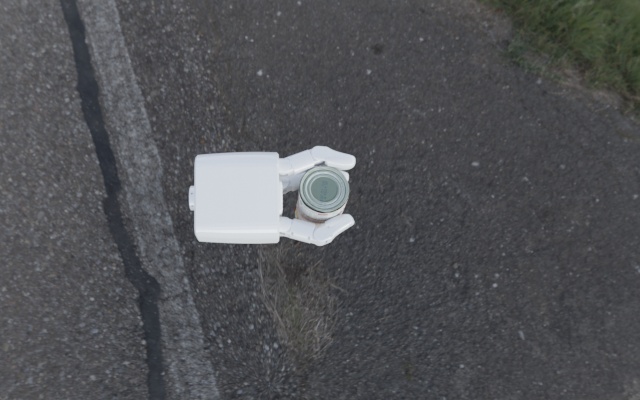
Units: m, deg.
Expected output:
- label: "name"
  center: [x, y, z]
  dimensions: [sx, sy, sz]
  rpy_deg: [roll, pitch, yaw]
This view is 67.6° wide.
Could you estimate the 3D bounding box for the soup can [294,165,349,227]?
- label: "soup can"
  center: [0.001, 0.002, 0.658]
  dimensions: [0.068, 0.068, 0.102]
  rpy_deg: [0, -21, -6]
